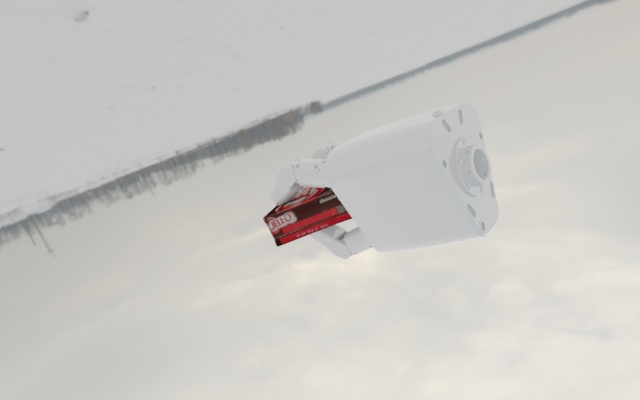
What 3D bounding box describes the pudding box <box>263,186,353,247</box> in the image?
[{"bbox_3d":[0.000,0.002,0.507,0.090,0.039,0.113,-21,8,17],"label":"pudding box"}]
